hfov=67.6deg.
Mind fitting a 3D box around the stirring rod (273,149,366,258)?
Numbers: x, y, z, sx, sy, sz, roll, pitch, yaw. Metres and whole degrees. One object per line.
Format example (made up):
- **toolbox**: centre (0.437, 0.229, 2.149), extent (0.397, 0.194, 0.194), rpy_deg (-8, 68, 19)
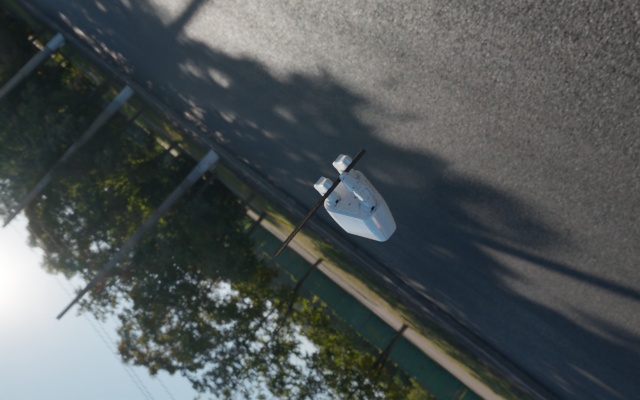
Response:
- **stirring rod**: centre (0.000, 0.003, 0.819), extent (0.011, 0.239, 0.011), rpy_deg (39, -9, 7)
